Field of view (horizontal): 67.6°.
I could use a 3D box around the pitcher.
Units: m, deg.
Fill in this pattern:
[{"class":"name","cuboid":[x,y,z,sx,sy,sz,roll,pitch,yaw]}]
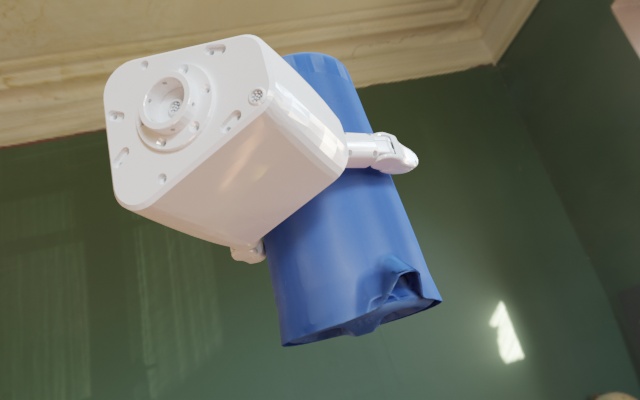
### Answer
[{"class":"pitcher","cuboid":[0.000,0.001,0.431,0.149,0.242,0.145,-22,-21,17]}]
